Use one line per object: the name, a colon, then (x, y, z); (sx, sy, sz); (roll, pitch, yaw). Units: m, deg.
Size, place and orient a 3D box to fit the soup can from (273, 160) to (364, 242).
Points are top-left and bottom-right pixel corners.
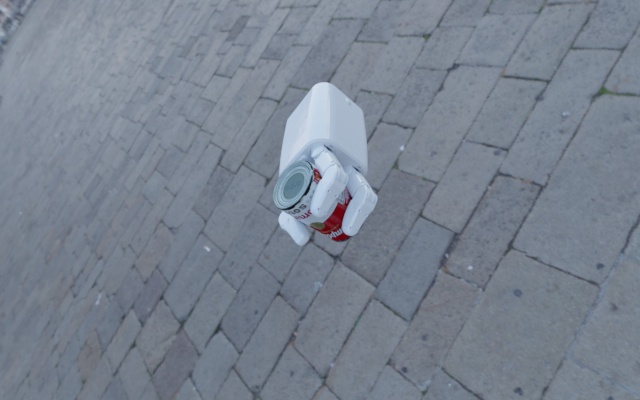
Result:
soup can: (0.000, 0.002, 0.595); (0.102, 0.068, 0.068); (32, -21, -37)
